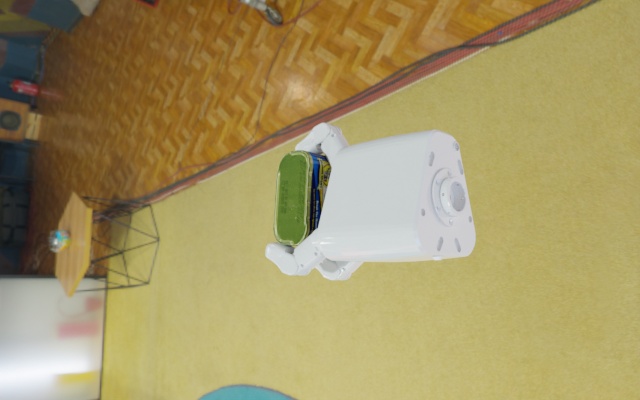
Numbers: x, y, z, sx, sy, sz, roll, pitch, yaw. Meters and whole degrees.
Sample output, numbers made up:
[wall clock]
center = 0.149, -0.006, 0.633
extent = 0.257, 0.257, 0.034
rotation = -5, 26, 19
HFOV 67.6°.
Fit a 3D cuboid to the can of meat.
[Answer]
[can of meat]
center = 0.000, 0.002, 0.506
extent = 0.084, 0.102, 0.057
rotation = 9, -9, -43
